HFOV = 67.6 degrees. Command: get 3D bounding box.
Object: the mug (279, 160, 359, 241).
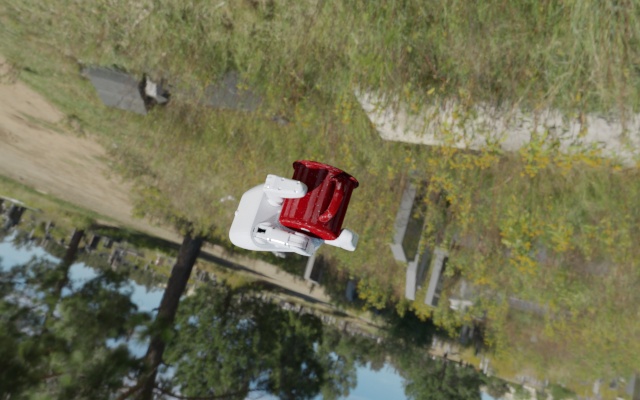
[{"bbox_3d":[0.001,0.002,0.613,0.093,0.081,0.117,23,-14,-22],"label":"mug"}]
